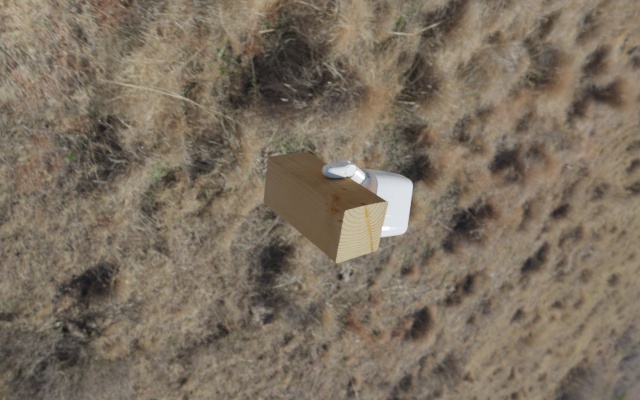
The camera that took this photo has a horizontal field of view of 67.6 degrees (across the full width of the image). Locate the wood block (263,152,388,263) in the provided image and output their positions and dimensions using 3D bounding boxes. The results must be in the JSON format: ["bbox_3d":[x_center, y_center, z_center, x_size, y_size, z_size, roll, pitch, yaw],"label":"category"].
[{"bbox_3d":[0.001,0.002,0.776,0.090,0.091,0.206,-11,32,-37],"label":"wood block"}]
